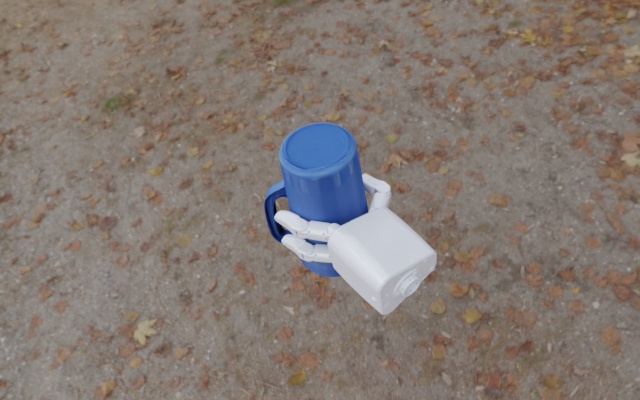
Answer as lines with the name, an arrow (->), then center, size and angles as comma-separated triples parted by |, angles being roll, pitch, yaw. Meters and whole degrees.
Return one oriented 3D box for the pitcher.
pitcher -> 0.000, 0.002, 0.738 | 0.149, 0.243, 0.145 | -34, 53, -18
